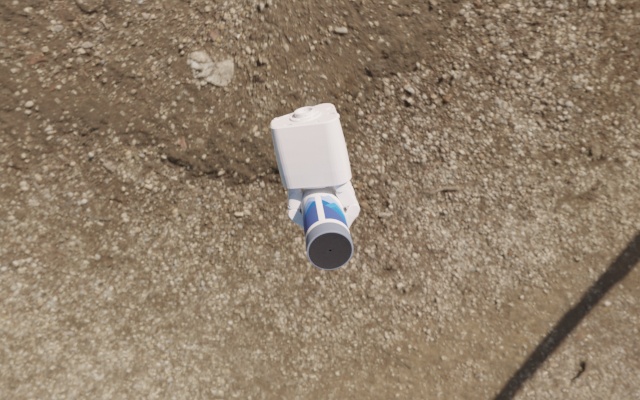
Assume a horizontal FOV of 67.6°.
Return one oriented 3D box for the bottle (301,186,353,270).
[{"bbox_3d":[0.000,0.003,0.800,0.069,0.069,0.295,0,28,-6],"label":"bottle"}]
